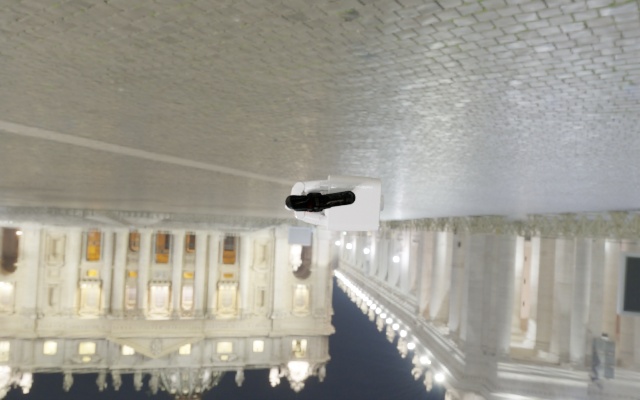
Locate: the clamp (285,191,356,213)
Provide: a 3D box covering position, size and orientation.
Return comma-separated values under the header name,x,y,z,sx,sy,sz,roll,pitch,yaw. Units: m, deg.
name,x,y,z,sx,sy,sz,roll,pitch,yaw
clamp,0.000,0.003,0.876,0.120,0.039,0.171,1,-1,0
